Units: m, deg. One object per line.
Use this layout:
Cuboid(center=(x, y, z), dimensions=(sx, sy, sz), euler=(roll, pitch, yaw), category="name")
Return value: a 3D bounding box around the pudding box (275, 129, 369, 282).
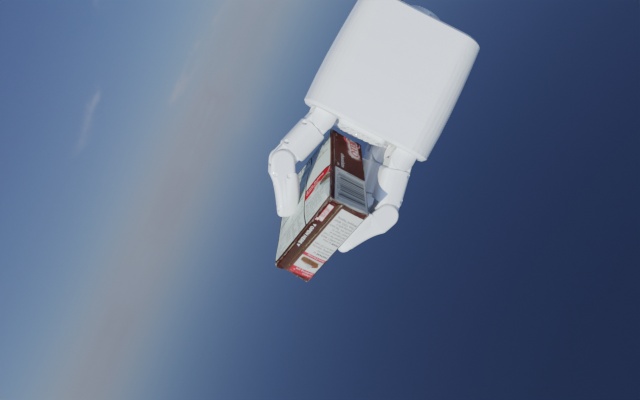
Cuboid(center=(0.000, 0.001, 0.429), dimensions=(0.039, 0.090, 0.113), euler=(28, 32, -16), category="pudding box")
